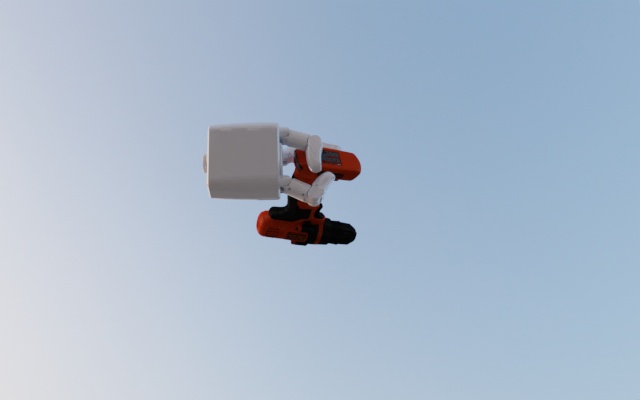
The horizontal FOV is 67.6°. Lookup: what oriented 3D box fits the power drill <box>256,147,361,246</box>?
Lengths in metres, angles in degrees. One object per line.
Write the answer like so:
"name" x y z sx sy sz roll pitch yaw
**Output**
"power drill" 0.000 0.002 0.802 0.184 0.188 0.057 7 39 -21
